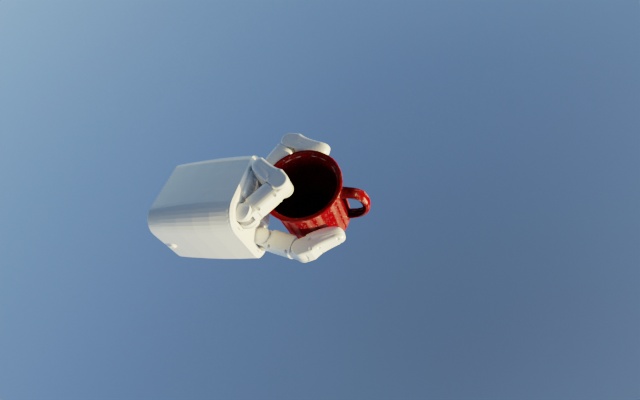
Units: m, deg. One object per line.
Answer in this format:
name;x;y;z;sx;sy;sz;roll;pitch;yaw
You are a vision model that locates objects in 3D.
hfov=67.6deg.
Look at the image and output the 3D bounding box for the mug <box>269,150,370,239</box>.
mug;0.002;0.002;0.554;0.117;0.093;0.081;-1;-29;16
